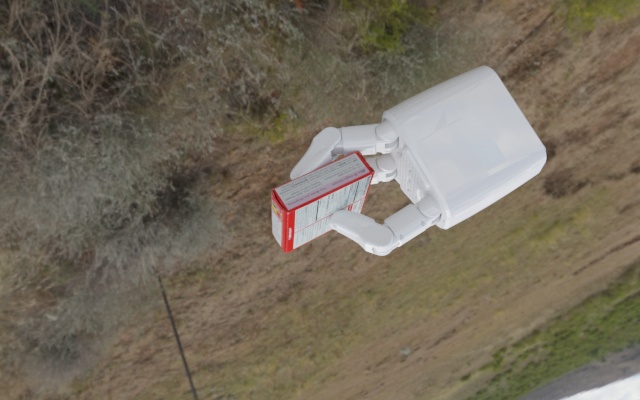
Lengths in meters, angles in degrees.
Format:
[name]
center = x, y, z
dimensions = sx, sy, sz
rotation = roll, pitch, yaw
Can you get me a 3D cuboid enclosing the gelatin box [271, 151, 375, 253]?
[gelatin box]
center = 0.000, 0.002, 0.426
dimensions = 0.089, 0.030, 0.073
rotation = -27, -26, -20
